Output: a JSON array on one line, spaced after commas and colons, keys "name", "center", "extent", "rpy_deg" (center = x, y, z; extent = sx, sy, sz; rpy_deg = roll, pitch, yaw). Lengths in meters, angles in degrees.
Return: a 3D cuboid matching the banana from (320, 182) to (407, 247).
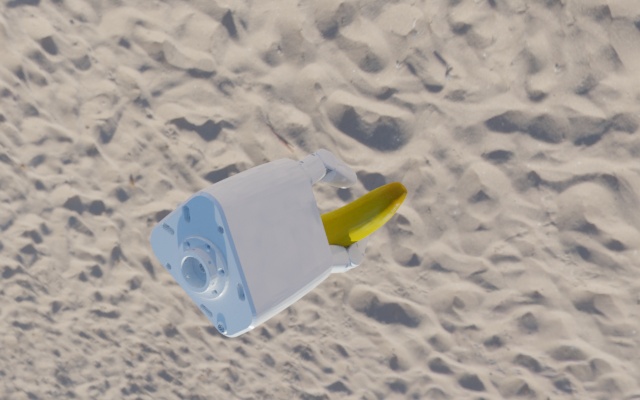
[{"name": "banana", "center": [-0.003, 0.020, 0.486], "extent": [0.198, 0.069, 0.037], "rpy_deg": [-2, -6, 39]}]
